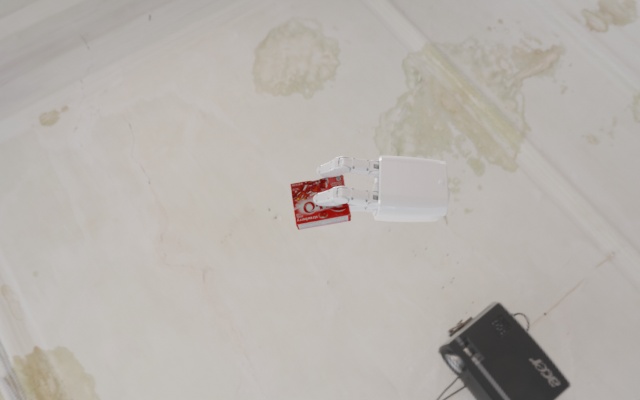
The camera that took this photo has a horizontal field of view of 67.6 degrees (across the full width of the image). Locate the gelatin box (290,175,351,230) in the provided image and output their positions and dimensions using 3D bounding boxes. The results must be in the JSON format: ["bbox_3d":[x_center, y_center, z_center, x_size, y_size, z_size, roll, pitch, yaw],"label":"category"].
[{"bbox_3d":[0.000,0.003,0.770,0.089,0.073,0.030,-10,-24,1],"label":"gelatin box"}]
